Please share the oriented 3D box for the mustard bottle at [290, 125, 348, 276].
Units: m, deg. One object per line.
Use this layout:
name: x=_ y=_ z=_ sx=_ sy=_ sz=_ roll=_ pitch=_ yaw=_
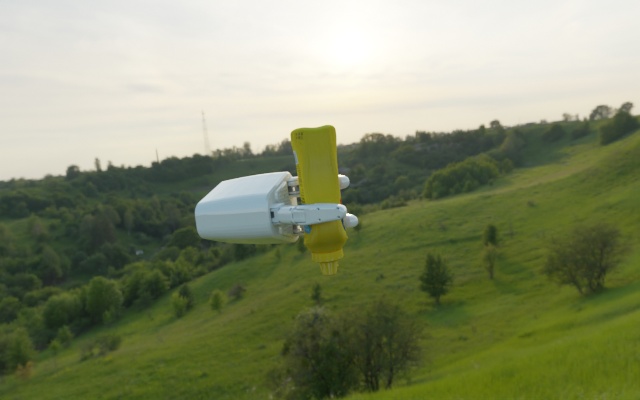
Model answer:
mustard bottle: x=0.000 y=0.002 z=0.615 sx=0.058 sy=0.191 sz=0.096 roll=-7 pitch=6 yaw=-8
